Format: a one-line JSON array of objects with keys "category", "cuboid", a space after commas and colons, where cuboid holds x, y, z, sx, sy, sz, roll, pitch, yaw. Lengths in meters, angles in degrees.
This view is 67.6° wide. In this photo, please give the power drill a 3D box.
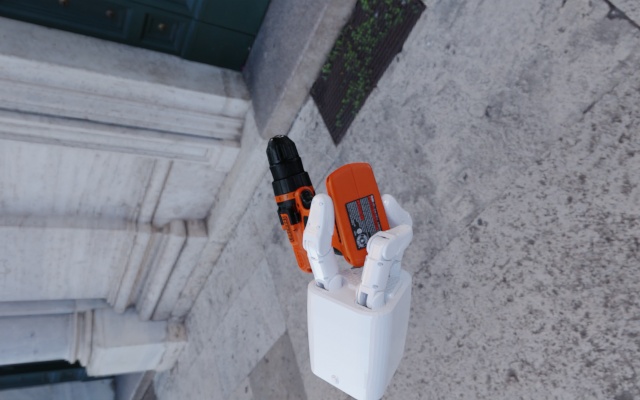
[{"category": "power drill", "cuboid": [0.000, 0.002, 0.560, 0.057, 0.184, 0.187, -21, 7, -23]}]
